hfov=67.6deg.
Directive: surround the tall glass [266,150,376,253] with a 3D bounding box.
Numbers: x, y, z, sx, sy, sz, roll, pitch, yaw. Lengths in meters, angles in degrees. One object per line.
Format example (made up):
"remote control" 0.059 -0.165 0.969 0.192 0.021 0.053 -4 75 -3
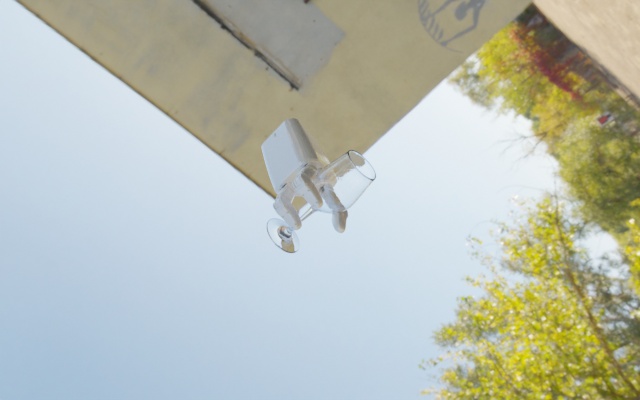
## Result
"tall glass" 0.000 0.003 0.798 0.201 0.079 0.079 -42 -22 27
